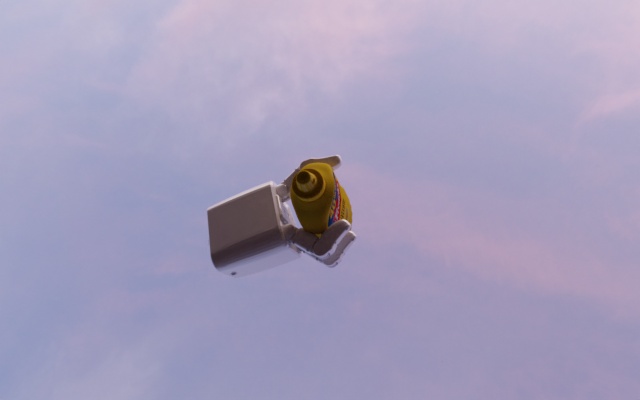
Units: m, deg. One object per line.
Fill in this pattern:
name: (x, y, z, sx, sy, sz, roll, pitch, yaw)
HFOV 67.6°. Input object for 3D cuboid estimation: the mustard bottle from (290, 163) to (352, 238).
mustard bottle: (0.000, 0.002, 0.652, 0.058, 0.096, 0.192, 3, -18, 15)
